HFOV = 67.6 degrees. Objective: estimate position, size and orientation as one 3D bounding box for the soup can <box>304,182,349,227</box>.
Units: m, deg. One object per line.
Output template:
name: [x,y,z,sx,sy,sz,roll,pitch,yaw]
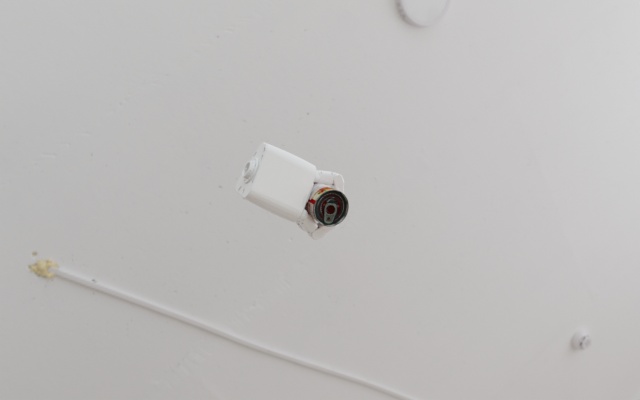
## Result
soup can: [0.000,0.003,0.889,0.068,0.068,0.102,0,13,-24]
